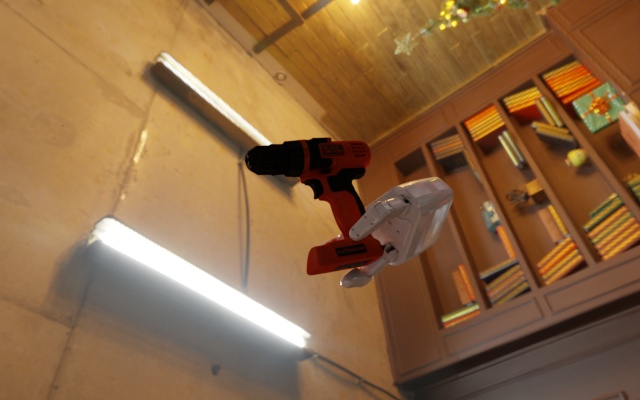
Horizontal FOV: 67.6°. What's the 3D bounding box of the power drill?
[{"bbox_3d":[0.000,0.003,0.648,0.184,0.187,0.057,-6,-18,-22],"label":"power drill"}]
